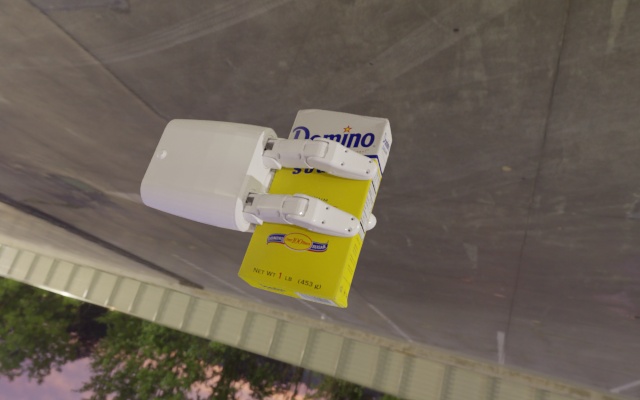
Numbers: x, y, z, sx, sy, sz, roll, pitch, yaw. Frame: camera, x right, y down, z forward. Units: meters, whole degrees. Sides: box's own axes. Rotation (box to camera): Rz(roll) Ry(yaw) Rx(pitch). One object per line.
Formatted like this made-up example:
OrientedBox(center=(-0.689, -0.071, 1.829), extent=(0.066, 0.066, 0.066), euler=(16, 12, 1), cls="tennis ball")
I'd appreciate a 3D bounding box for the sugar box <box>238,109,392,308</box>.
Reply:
OrientedBox(center=(0.000, 0.001, 0.439), extent=(0.093, 0.176, 0.048), euler=(10, -19, 18), cls="sugar box")
